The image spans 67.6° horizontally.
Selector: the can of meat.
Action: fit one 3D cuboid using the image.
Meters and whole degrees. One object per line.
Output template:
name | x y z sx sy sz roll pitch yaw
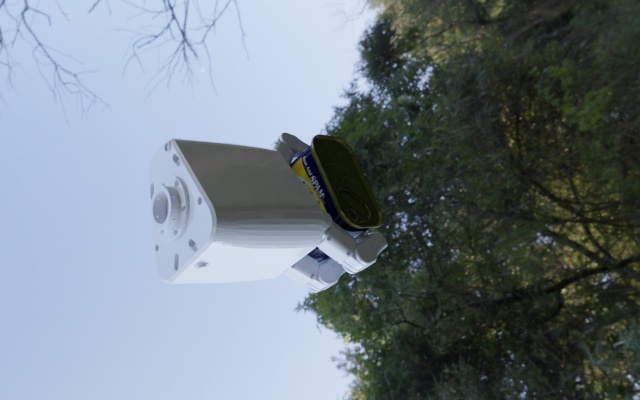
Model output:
can of meat | 0.000 0.002 0.469 0.057 0.102 0.084 0 -31 -47
